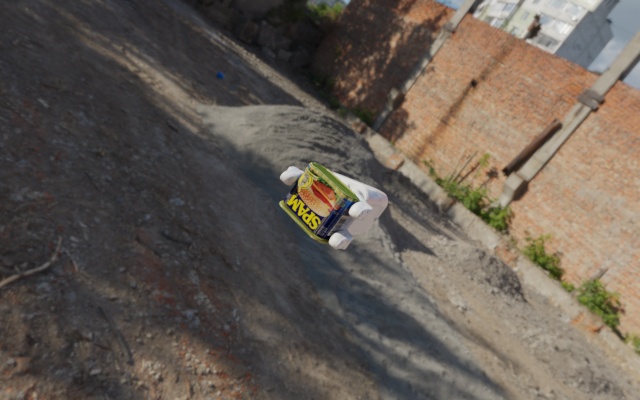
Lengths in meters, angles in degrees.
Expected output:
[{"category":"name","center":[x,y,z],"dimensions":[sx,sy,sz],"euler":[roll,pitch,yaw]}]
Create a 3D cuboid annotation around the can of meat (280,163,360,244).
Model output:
[{"category":"can of meat","center":[0.000,0.002,0.733],"dimensions":[0.102,0.084,0.057],"euler":[44,16,29]}]
